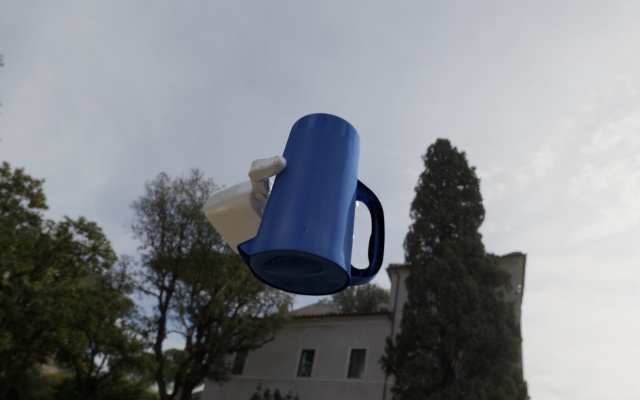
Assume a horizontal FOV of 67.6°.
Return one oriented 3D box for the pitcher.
[{"bbox_3d":[0.000,0.002,0.663,0.145,0.242,0.149,-15,-41,35],"label":"pitcher"}]
